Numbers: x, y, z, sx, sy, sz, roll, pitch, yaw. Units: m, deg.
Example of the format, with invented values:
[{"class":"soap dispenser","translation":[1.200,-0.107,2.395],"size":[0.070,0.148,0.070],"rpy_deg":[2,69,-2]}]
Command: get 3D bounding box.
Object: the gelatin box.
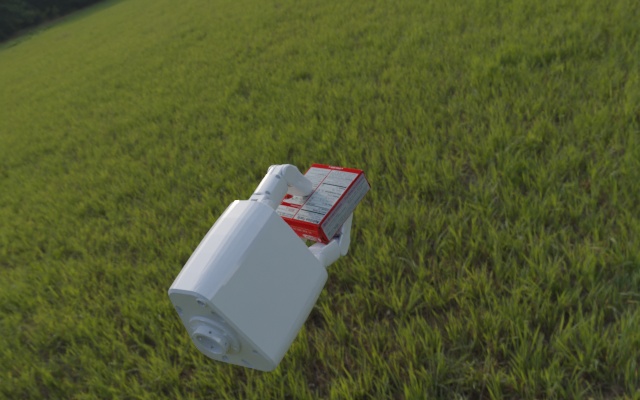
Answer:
[{"class":"gelatin box","translation":[0.000,0.001,0.515],"size":[0.073,0.030,0.089],"rpy_deg":[11,52,41]}]
